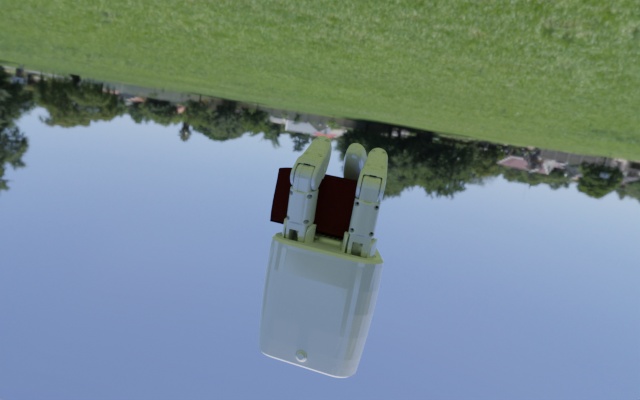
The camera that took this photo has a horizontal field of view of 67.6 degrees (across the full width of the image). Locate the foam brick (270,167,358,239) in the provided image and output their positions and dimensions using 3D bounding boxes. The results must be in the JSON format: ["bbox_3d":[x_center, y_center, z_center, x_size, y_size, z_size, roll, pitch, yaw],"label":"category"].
[{"bbox_3d":[0.000,0.001,0.441,0.078,0.051,0.053,13,6,15],"label":"foam brick"}]
